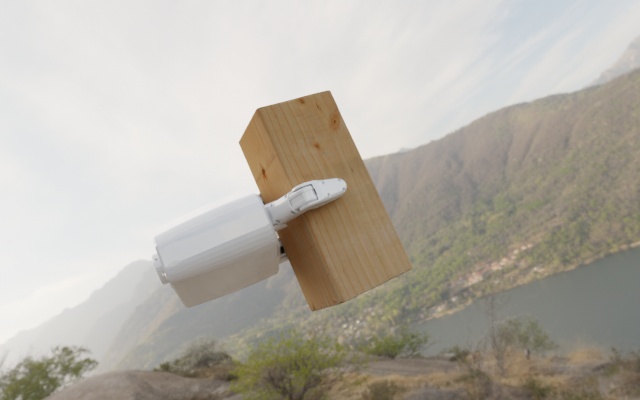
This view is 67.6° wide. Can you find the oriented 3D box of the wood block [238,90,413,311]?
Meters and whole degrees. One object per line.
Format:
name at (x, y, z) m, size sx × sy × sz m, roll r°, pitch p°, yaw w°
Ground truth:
wood block at (0.000, 0.002, 0.511) m, size 0.090 × 0.206 × 0.091 m, roll -20°, pitch -8°, yaw -27°
